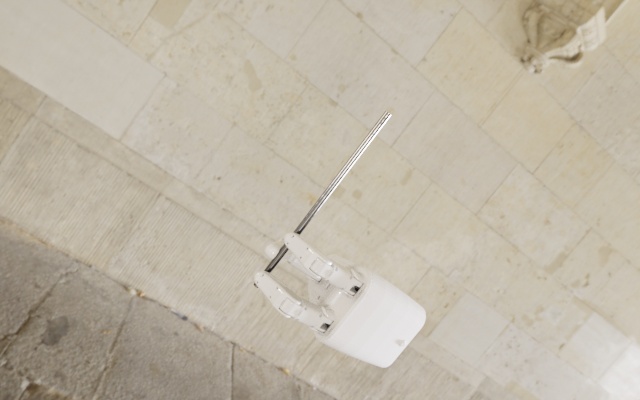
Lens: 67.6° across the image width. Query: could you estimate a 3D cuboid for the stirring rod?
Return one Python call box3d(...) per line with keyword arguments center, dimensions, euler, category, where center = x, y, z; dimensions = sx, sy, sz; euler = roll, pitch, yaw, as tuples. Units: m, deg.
box3d(center=(0.000, 0.002, 0.525), dimensions=(0.011, 0.239, 0.011), euler=(37, 7, -5), category="stirring rod")
